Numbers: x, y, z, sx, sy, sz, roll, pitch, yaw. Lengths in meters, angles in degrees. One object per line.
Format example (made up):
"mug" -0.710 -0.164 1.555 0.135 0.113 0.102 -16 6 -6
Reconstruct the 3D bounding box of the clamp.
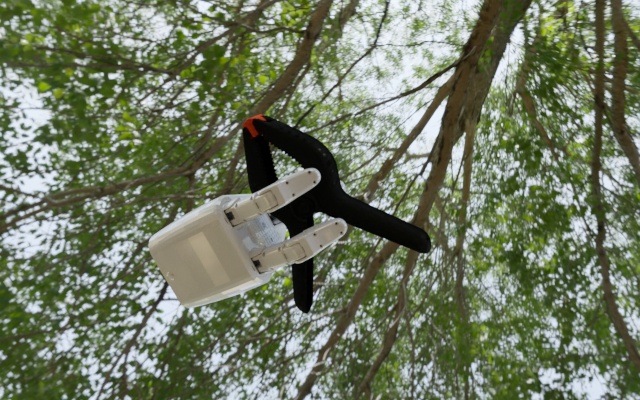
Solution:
"clamp" 0.000 0.001 0.477 0.164 0.210 0.036 -25 9 23
